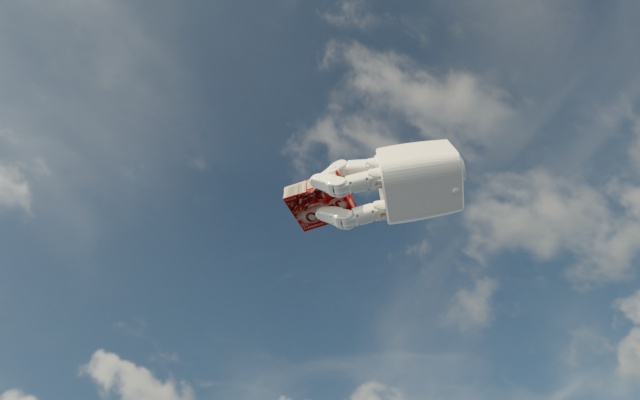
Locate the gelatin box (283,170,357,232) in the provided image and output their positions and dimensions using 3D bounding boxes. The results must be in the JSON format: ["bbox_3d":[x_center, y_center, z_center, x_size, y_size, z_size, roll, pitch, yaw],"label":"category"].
[{"bbox_3d":[0.000,0.002,0.702,0.089,0.073,0.030,-17,39,18],"label":"gelatin box"}]
